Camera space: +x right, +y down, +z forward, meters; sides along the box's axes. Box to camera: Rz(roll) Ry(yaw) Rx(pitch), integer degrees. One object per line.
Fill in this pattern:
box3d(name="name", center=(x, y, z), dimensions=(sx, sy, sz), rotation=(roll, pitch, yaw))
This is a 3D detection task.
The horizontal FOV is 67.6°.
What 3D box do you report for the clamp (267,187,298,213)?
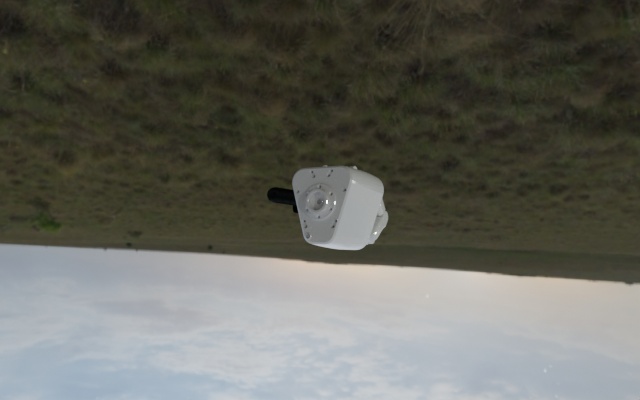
box3d(name="clamp", center=(0.000, 0.003, 0.789), dimensions=(0.171, 0.039, 0.120), rotation=(-1, -7, 29))
